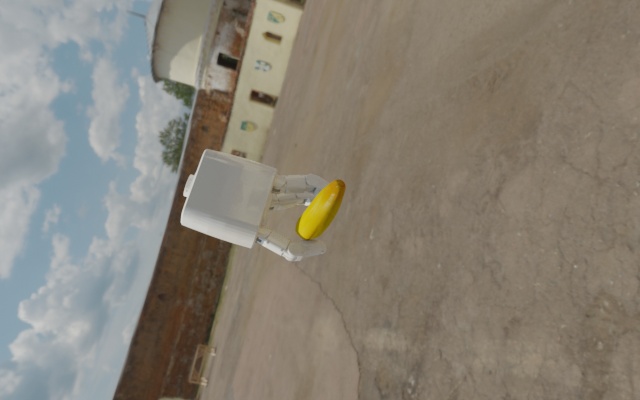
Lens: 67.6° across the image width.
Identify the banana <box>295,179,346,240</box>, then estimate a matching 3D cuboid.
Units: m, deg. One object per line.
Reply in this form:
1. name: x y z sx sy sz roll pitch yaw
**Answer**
1. banana: -0.007 0.020 0.658 0.037 0.069 0.198 21 -12 -6
